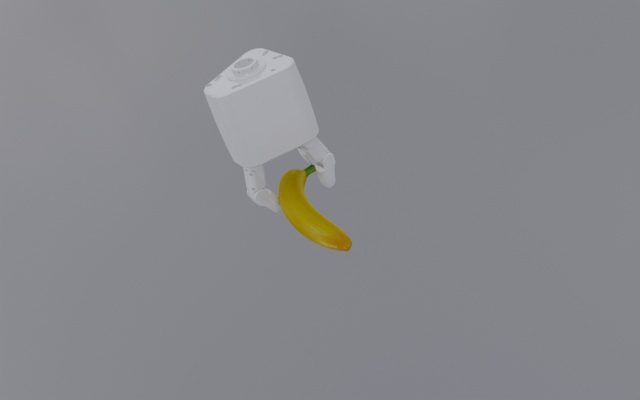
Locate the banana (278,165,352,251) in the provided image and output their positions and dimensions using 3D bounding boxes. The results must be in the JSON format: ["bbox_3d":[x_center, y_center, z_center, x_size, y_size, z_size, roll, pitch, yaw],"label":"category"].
[{"bbox_3d":[-0.018,0.006,0.652,0.069,0.037,0.197,-19,40,-4],"label":"banana"}]
